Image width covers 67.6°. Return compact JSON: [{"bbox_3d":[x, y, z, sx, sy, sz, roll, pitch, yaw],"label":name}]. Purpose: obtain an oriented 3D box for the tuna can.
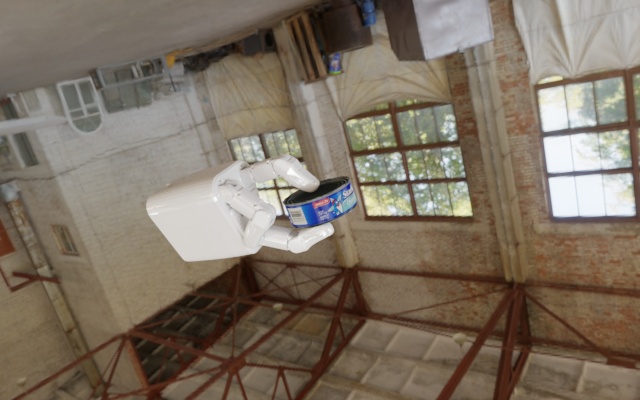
[{"bbox_3d":[0.000,0.002,0.578,0.086,0.034,0.086,-19,13,5],"label":"tuna can"}]
